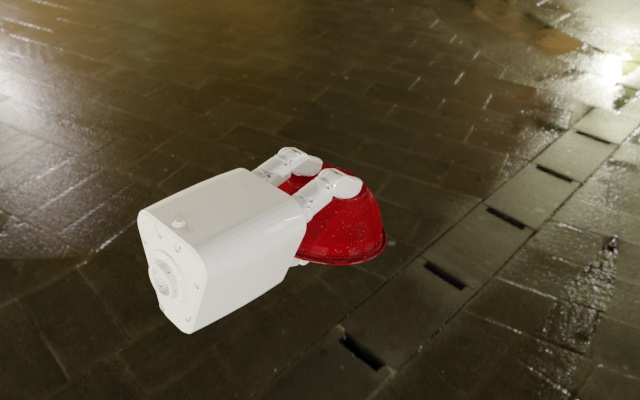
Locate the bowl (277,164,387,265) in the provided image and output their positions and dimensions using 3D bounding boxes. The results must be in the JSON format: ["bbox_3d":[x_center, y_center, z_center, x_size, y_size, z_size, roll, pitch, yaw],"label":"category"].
[{"bbox_3d":[0.001,0.001,0.519,0.162,0.055,0.162,11,25,-5],"label":"bowl"}]
